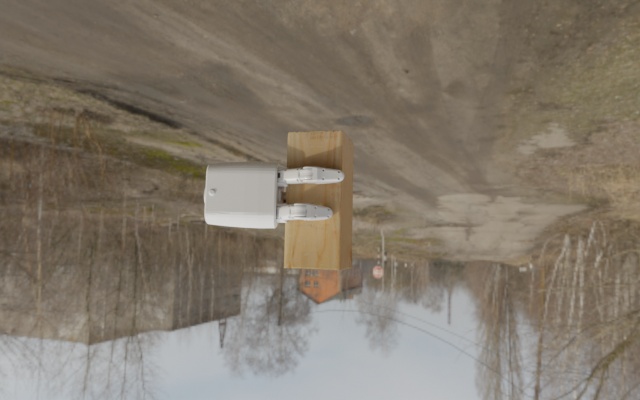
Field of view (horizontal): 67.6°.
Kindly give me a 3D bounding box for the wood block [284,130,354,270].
[{"bbox_3d":[0.000,0.003,0.749,0.090,0.206,0.091,0,-6,14],"label":"wood block"}]
